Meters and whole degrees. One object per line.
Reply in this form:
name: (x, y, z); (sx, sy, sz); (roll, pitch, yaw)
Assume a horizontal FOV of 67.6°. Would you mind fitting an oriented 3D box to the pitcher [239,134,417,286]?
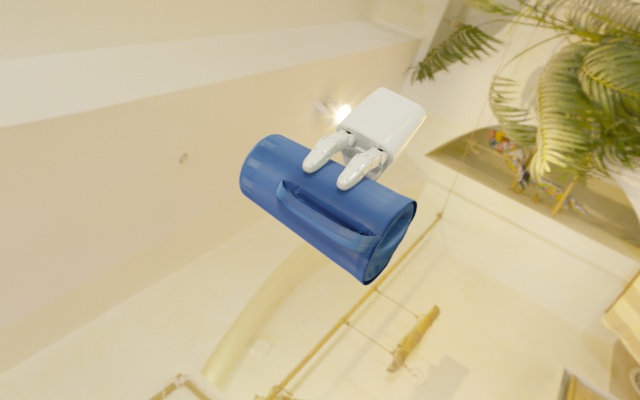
pitcher: (0.000, 0.002, 0.672); (0.243, 0.145, 0.149); (31, -31, 21)
